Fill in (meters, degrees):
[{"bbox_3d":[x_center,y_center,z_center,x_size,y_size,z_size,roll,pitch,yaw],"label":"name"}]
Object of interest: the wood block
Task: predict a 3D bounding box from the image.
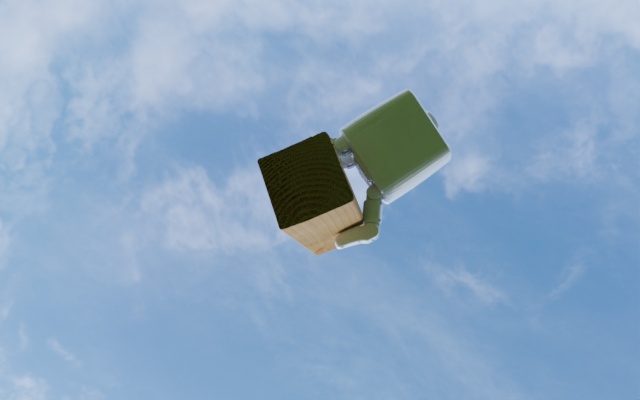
[{"bbox_3d":[0.001,0.002,0.623,0.090,0.090,0.206,-22,-17,5],"label":"wood block"}]
